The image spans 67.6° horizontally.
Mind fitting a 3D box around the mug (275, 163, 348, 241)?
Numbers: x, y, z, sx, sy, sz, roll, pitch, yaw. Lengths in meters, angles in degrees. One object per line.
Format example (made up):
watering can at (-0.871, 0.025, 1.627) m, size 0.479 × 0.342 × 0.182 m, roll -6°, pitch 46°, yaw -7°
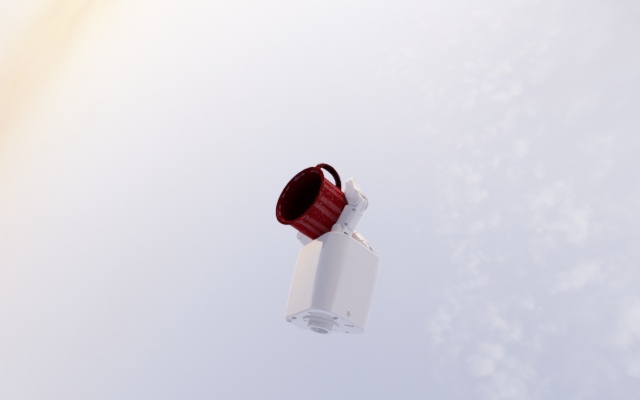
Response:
mug at (0.001, 0.001, 0.679) m, size 0.093 × 0.117 × 0.081 m, roll -15°, pitch -41°, yaw 44°
